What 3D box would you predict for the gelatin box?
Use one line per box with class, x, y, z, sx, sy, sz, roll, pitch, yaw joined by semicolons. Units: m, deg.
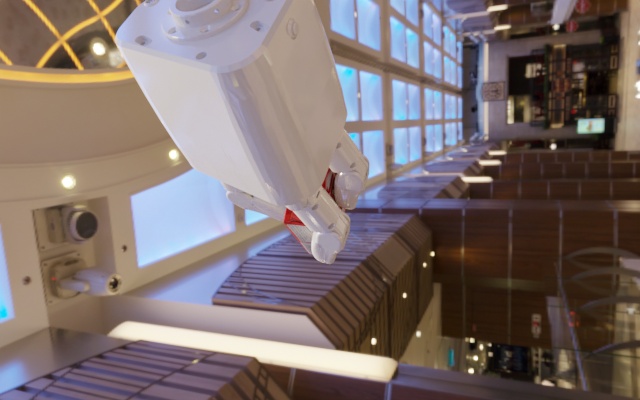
gelatin box;0.000;0.001;0.415;0.030;0.073;0.089;6;-21;16
